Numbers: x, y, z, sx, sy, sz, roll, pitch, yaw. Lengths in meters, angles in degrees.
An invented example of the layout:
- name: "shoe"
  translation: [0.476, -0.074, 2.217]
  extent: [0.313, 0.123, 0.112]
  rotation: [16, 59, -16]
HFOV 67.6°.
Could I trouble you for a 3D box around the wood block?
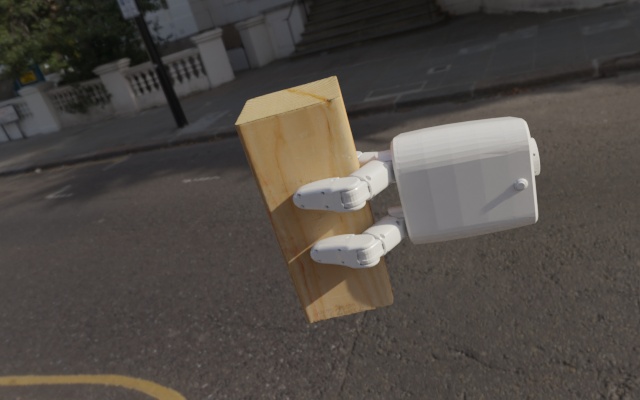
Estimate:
- name: "wood block"
  translation: [0.000, 0.001, 0.455]
  extent: [0.090, 0.206, 0.090]
  rotation: [-14, 24, 6]
